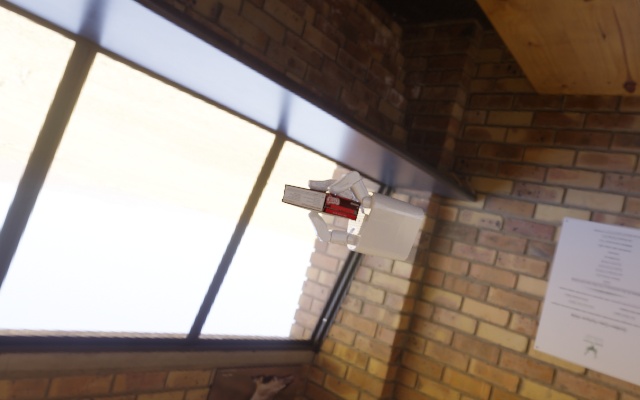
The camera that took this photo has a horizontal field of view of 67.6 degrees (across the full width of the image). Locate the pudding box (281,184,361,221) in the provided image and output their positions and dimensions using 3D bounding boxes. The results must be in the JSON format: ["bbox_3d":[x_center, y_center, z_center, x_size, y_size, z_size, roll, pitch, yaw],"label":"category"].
[{"bbox_3d":[0.000,0.003,0.842,0.113,0.039,0.090,10,-5,45],"label":"pudding box"}]
